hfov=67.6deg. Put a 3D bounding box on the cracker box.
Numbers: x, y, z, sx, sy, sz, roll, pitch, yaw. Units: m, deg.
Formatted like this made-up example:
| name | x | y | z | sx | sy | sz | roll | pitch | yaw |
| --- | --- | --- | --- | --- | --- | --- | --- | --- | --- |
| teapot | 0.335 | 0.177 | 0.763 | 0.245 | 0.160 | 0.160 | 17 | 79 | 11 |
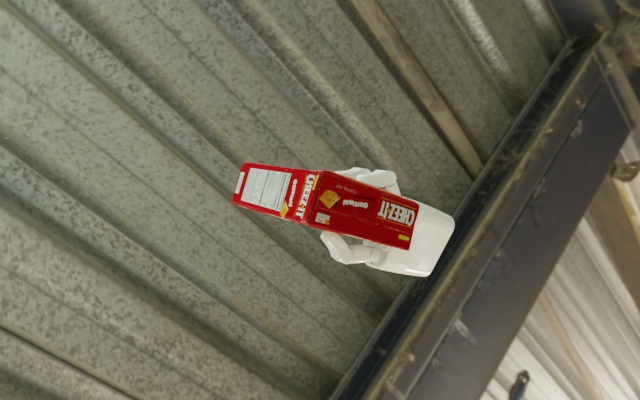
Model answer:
| name | x | y | z | sx | sy | sz | roll | pitch | yaw |
| --- | --- | --- | --- | --- | --- | --- | --- | --- | --- |
| cracker box | 0.000 | 0.002 | 0.652 | 0.164 | 0.072 | 0.213 | 16 | -3 | -34 |
